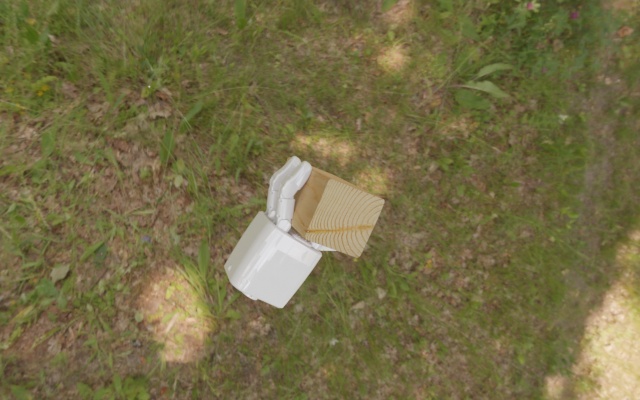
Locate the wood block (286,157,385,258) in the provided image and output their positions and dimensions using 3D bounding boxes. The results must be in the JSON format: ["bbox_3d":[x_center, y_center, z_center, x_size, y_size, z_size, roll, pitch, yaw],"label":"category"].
[{"bbox_3d":[0.000,0.003,0.729,0.091,0.090,0.206,21,5,-23],"label":"wood block"}]
